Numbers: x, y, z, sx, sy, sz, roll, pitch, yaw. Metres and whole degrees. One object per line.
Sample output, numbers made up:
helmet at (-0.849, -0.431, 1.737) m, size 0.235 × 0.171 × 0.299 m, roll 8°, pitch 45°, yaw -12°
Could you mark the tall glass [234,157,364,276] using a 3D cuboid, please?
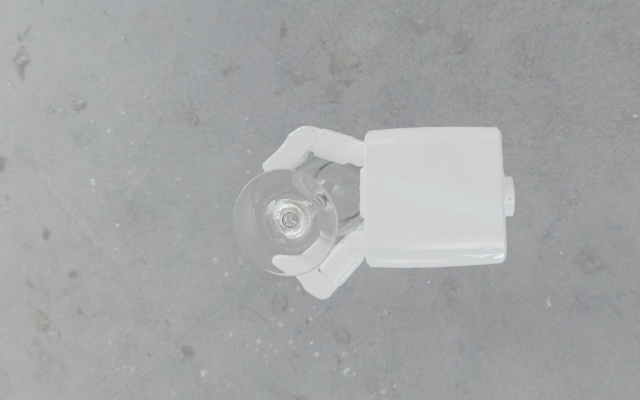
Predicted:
tall glass at (0.000, 0.001, 0.417) m, size 0.079 × 0.079 × 0.201 m, roll 0°, pitch 8°, yaw 14°
